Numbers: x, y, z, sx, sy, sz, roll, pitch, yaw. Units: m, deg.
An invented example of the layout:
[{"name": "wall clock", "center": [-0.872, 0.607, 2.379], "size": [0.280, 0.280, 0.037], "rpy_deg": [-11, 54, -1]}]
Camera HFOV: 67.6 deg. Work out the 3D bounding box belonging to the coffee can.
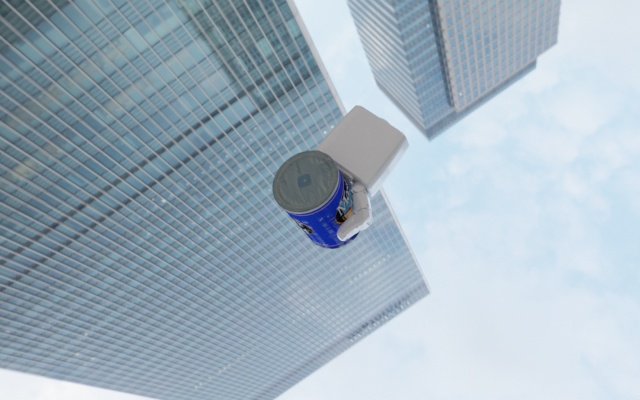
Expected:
[{"name": "coffee can", "center": [0.000, 0.003, 0.745], "size": [0.103, 0.102, 0.140], "rpy_deg": [0, -27, 22]}]
